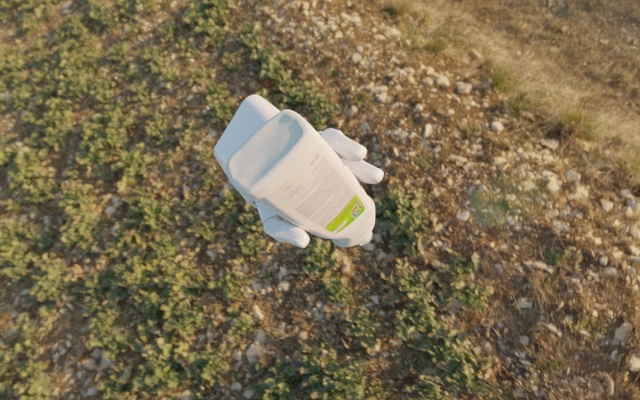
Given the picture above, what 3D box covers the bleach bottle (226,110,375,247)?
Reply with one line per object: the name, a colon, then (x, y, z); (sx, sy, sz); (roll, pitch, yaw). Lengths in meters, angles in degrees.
bleach bottle: (0.000, 0.002, 0.575); (0.068, 0.102, 0.251); (47, 1, 37)
